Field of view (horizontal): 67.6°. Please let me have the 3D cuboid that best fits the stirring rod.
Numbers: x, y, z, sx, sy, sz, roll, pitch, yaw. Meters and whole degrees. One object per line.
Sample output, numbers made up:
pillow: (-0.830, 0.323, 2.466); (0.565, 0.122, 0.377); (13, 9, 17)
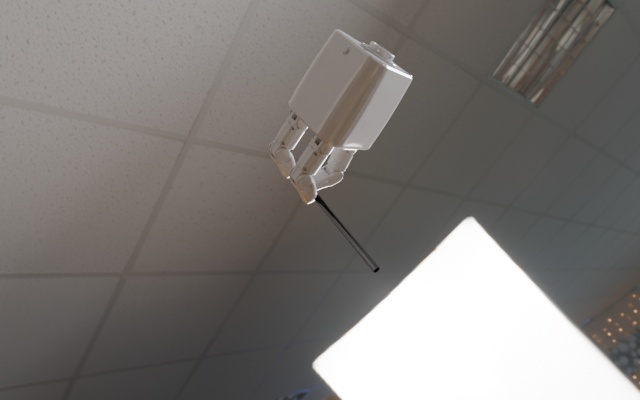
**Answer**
stirring rod: (0.000, 0.002, 0.597); (0.011, 0.011, 0.239); (0, 38, -41)
